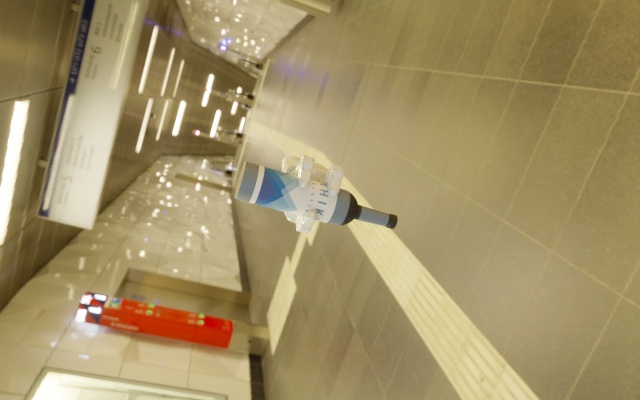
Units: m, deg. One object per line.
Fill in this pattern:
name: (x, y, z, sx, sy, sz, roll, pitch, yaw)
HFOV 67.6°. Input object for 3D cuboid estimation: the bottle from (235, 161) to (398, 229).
bottle: (0.000, 0.003, 0.849, 0.296, 0.069, 0.069, 15, -4, -15)
